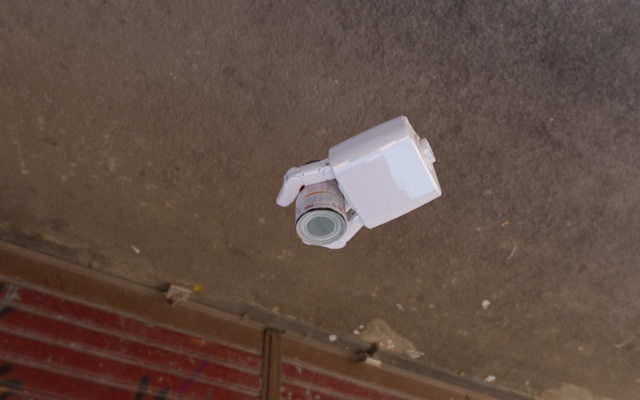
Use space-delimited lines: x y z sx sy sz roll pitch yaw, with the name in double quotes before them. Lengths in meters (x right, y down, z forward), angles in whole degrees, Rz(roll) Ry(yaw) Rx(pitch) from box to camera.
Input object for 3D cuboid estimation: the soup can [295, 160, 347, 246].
"soup can" 0.000 0.002 0.645 0.068 0.069 0.102 0 42 -2
